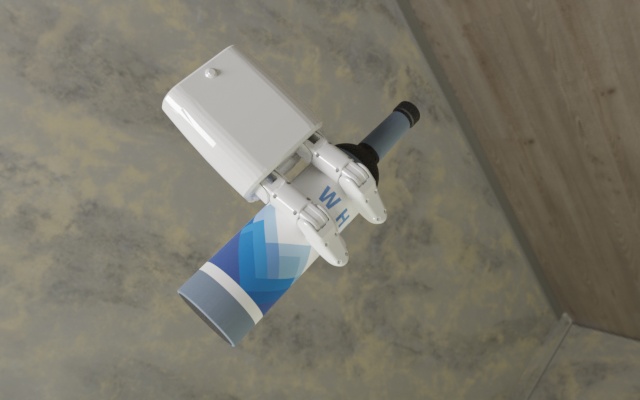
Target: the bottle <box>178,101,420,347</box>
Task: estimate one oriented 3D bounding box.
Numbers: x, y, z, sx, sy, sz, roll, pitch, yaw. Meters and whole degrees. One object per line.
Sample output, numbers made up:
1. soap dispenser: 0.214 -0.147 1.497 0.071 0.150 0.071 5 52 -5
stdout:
1. bottle: 0.000 0.002 0.451 0.295 0.069 0.069 -45 22 -23
